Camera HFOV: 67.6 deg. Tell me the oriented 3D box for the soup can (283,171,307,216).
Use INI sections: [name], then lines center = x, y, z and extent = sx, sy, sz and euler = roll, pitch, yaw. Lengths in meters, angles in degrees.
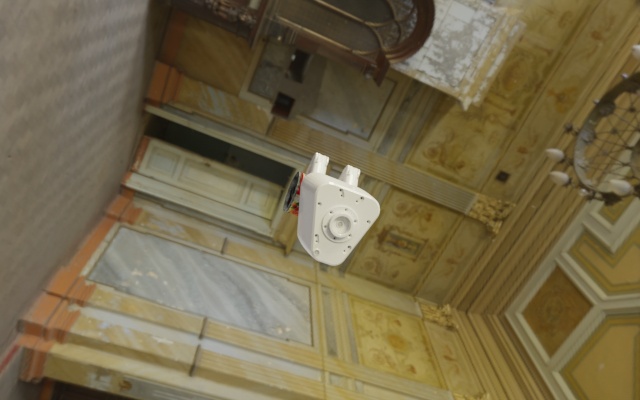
[soup can]
center = 0.000, 0.003, 0.763
extent = 0.102, 0.068, 0.068
euler = 20, -5, -13
